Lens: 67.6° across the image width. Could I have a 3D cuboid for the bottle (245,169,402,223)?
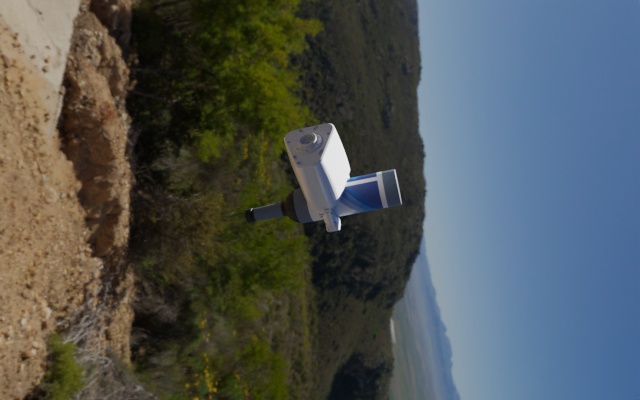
[{"bbox_3d":[0.000,0.003,0.899,0.296,0.069,0.069,-11,-2,11],"label":"bottle"}]
